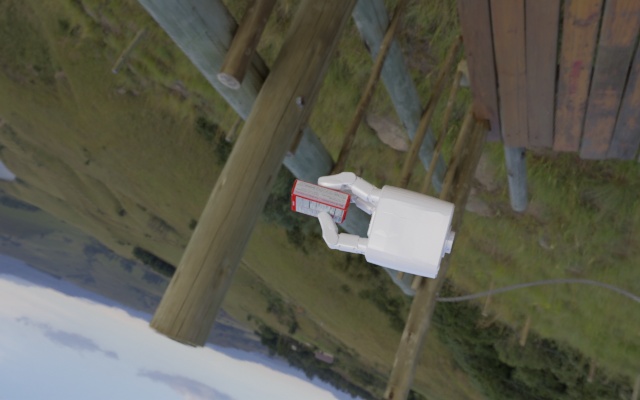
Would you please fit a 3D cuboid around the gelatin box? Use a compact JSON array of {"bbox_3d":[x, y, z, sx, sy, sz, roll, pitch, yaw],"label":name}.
[{"bbox_3d":[0.000,0.003,0.747,0.089,0.030,0.073,15,-19,3],"label":"gelatin box"}]
